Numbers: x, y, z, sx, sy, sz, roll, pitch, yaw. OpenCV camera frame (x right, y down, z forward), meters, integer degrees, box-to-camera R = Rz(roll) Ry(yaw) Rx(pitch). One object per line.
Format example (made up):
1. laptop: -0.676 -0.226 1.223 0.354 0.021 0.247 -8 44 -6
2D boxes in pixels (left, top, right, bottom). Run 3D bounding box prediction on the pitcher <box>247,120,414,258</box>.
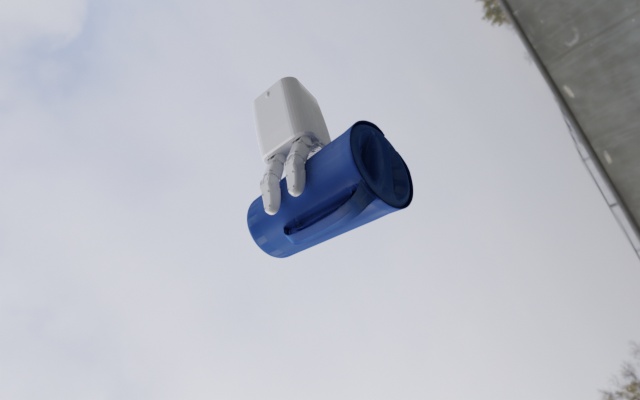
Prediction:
1. pitcher: 0.000 0.002 0.696 0.243 0.145 0.149 -30 -26 35
